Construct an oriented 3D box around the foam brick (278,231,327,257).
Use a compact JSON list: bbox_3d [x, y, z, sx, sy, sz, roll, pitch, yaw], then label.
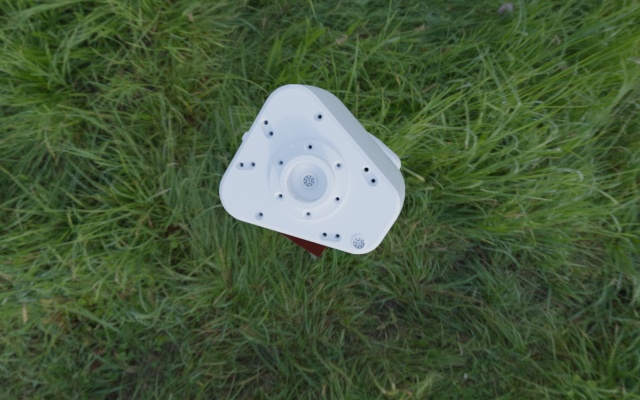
[{"bbox_3d":[0.000,0.002,0.423,0.053,0.078,0.051,33,12,3],"label":"foam brick"}]
